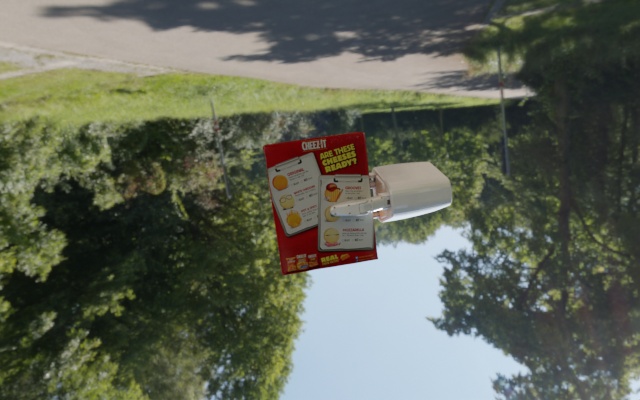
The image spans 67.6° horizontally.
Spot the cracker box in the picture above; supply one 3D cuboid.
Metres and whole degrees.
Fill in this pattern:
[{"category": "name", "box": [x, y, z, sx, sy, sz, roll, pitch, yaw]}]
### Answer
[{"category": "cracker box", "box": [0.000, 0.003, 0.795, 0.164, 0.214, 0.072, -9, 10, -7]}]
